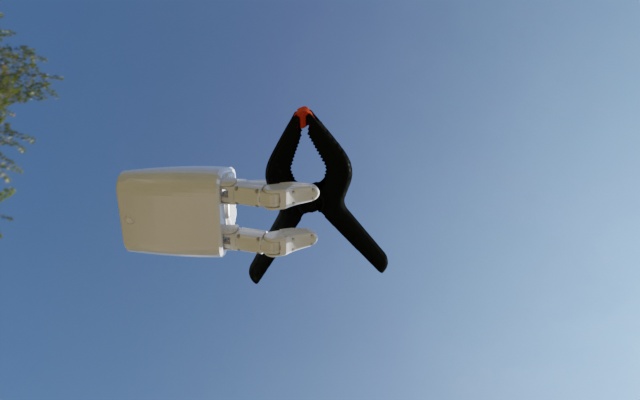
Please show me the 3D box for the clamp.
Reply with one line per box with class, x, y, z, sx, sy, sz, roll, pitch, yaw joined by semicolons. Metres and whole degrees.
clamp;0.000;0.001;0.538;0.164;0.210;0.036;1;22;-3
